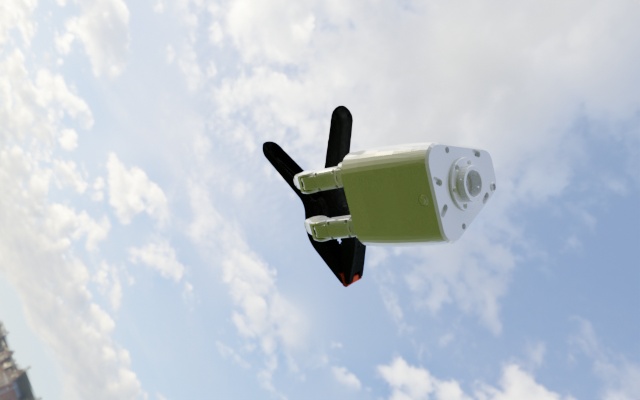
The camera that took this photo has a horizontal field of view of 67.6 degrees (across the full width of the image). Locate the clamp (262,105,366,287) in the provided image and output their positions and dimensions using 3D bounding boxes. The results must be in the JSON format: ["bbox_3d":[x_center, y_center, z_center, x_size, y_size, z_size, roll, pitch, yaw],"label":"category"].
[{"bbox_3d":[0.001,0.002,0.584,0.036,0.210,0.164,-22,11,-37],"label":"clamp"}]
